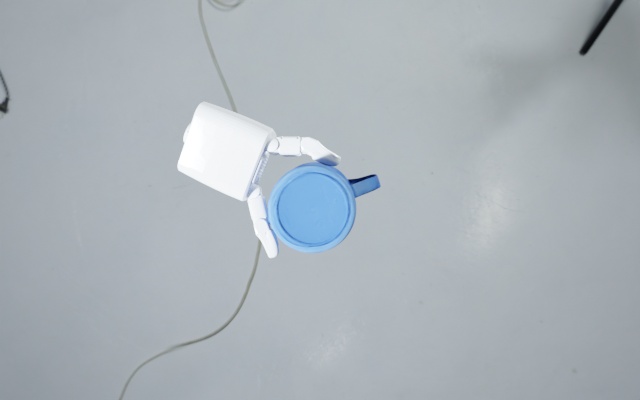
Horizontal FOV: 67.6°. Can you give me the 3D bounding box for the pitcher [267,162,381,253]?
[{"bbox_3d":[0.000,0.002,0.689,0.145,0.149,0.243,26,2,-1],"label":"pitcher"}]
